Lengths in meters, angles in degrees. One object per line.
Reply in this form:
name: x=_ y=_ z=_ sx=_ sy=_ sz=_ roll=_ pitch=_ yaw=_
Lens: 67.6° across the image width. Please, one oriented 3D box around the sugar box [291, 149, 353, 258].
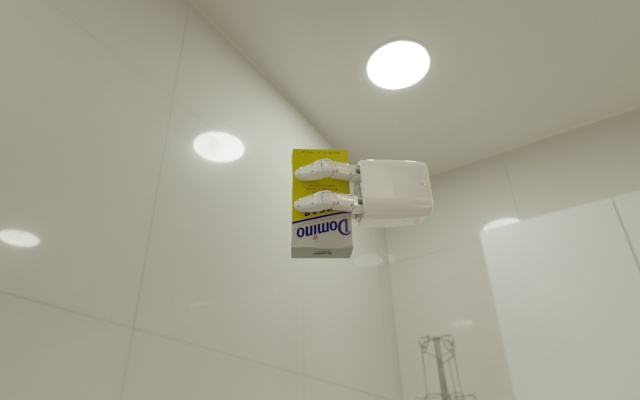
sugar box: x=0.000 y=0.002 z=0.749 sx=0.093 sy=0.176 sz=0.048 roll=0 pitch=-31 yaw=-4
